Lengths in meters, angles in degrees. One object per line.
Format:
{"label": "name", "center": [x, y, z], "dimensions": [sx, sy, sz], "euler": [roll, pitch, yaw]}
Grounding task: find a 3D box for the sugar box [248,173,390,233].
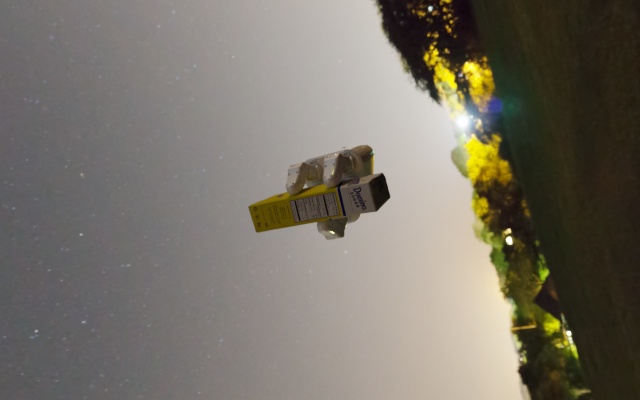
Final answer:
{"label": "sugar box", "center": [0.000, 0.002, 0.660], "dimensions": [0.176, 0.048, 0.093], "euler": [-14, 7, 21]}
